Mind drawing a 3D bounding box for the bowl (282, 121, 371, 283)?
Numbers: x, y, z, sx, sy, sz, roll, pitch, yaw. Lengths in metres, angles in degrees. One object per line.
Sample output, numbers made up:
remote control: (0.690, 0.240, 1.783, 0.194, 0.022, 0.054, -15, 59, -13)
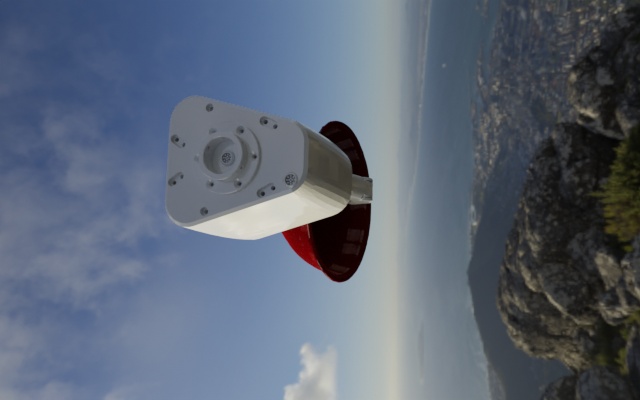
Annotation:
bowl: (0.000, 0.002, 0.493, 0.055, 0.162, 0.162, -2, -1, 27)
